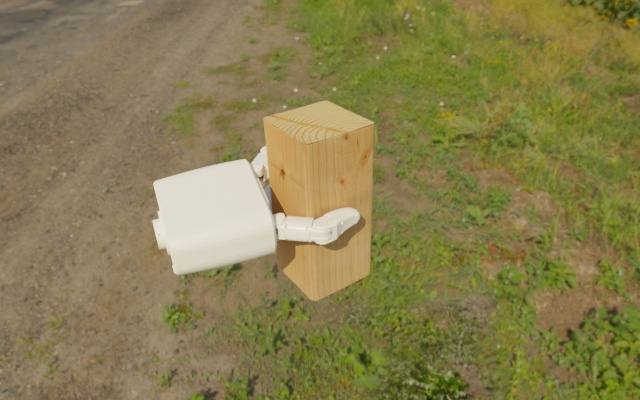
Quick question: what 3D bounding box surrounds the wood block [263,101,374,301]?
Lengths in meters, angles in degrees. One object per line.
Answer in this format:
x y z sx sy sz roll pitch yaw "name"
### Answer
0.000 0.002 0.564 0.090 0.206 0.090 -21 37 -28 "wood block"
